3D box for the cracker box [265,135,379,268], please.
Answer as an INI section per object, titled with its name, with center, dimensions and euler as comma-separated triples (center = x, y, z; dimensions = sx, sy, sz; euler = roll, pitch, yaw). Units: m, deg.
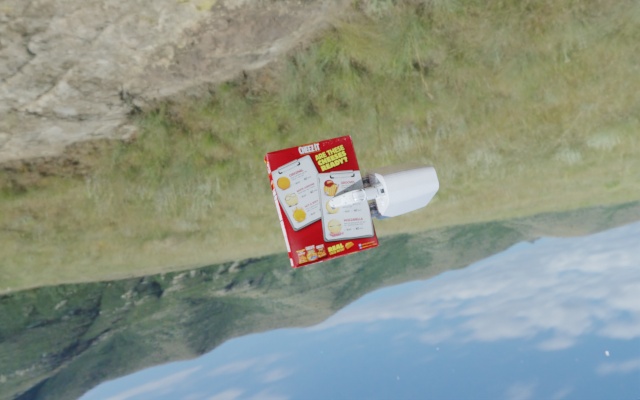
[cracker box]
center = 0.000, 0.003, 0.891
dimensions = 0.164, 0.213, 0.072
euler = -14, -4, -12
